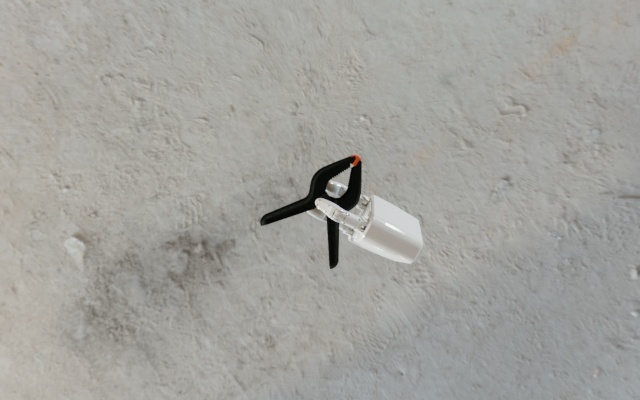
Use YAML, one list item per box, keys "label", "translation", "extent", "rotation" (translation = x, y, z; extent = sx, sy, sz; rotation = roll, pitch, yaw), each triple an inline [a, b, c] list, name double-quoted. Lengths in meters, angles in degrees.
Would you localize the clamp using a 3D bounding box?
- label: "clamp"
  translation: [0.001, 0.003, 0.862]
  extent: [0.164, 0.210, 0.036]
  rotation: [26, 9, -10]
